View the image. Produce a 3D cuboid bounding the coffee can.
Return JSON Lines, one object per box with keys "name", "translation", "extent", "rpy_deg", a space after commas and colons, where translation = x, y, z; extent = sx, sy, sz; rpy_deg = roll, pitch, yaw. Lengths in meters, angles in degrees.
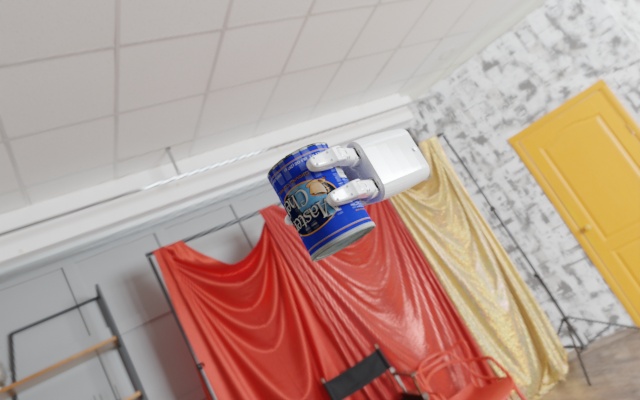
{"name": "coffee can", "translation": [0.000, 0.002, 0.688], "extent": [0.103, 0.140, 0.103], "rpy_deg": [-28, -12, -7]}
